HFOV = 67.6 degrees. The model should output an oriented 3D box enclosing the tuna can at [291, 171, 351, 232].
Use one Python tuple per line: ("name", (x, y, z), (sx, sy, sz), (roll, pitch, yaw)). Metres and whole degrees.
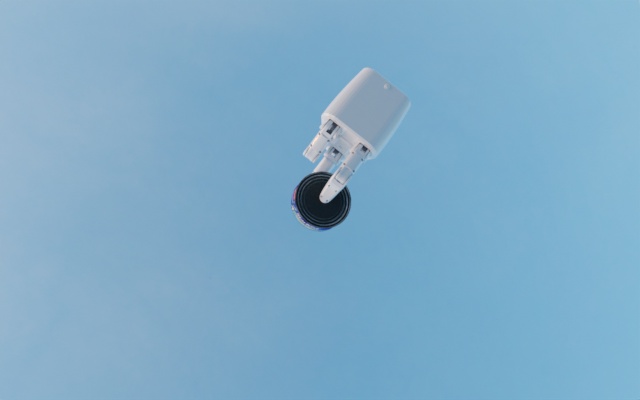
("tuna can", (0.000, 0.003, 0.710), (0.086, 0.086, 0.034), (0, -13, -17))
